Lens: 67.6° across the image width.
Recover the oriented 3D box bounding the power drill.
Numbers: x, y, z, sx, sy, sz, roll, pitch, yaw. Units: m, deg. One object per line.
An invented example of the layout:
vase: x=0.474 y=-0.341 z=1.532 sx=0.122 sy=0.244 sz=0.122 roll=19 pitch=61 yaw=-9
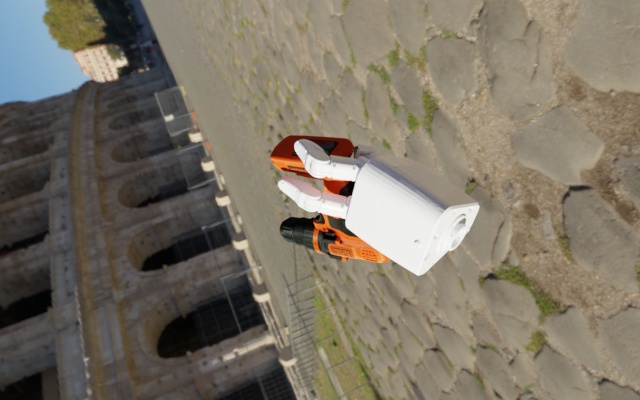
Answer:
power drill: x=0.000 y=0.002 z=0.643 sx=0.184 sy=0.188 sz=0.057 roll=7 pitch=47 yaw=31
